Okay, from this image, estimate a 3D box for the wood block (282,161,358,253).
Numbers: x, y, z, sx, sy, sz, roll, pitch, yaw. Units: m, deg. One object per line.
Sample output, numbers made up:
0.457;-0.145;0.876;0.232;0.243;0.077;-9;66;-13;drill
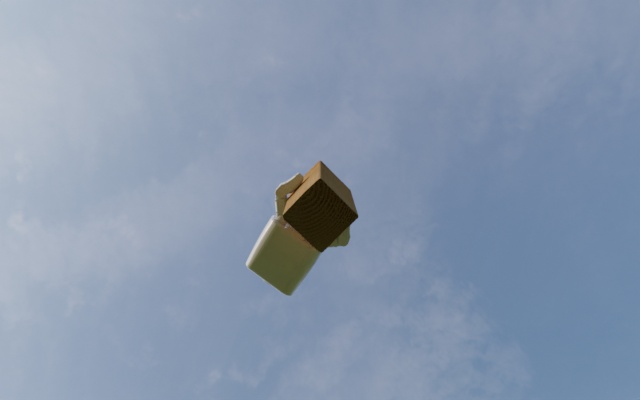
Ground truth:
0.000;0.003;0.852;0.091;0.090;0.206;44;9;-9;wood block
